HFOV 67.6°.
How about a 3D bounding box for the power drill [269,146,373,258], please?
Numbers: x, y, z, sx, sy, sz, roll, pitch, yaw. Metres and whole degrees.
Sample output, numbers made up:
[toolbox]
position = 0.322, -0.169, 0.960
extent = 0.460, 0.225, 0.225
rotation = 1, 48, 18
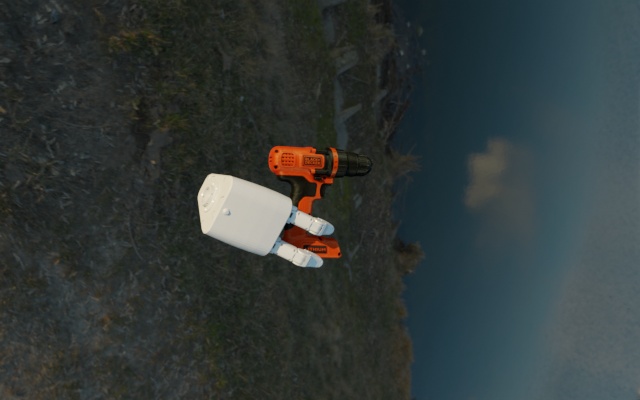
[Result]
[power drill]
position = 0.000, 0.003, 0.815
extent = 0.184, 0.187, 0.057
rotation = 2, -1, -19
